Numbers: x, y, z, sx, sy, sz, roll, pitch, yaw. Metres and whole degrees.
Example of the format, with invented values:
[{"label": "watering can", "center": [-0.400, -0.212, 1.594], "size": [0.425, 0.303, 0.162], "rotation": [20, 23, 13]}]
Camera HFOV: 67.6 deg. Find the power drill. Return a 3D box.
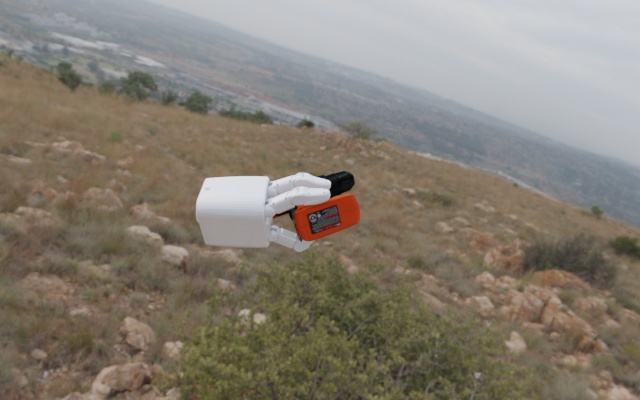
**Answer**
[{"label": "power drill", "center": [0.000, 0.003, 0.828], "size": [0.184, 0.057, 0.187], "rotation": [-21, 17, -12]}]
